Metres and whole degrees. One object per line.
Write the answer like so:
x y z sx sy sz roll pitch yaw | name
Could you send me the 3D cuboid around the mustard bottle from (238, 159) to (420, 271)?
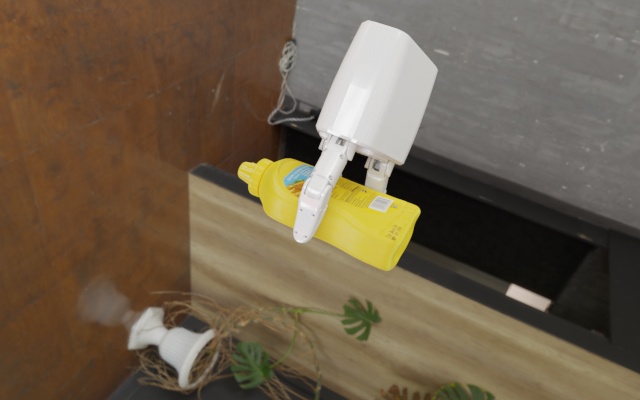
0.000 0.002 0.491 0.191 0.058 0.096 23 30 15 | mustard bottle
